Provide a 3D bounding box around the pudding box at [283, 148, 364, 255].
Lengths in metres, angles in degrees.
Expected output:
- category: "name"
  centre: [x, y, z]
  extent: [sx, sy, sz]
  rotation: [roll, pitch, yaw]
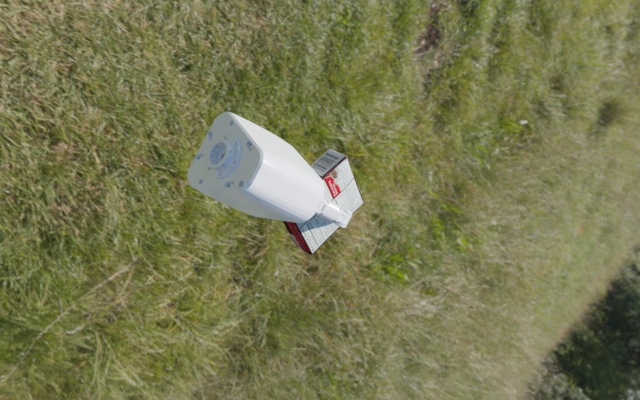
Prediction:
- category: "pudding box"
  centre: [0.000, 0.002, 0.629]
  extent: [0.113, 0.090, 0.039]
  rotation: [-42, 44, -20]
